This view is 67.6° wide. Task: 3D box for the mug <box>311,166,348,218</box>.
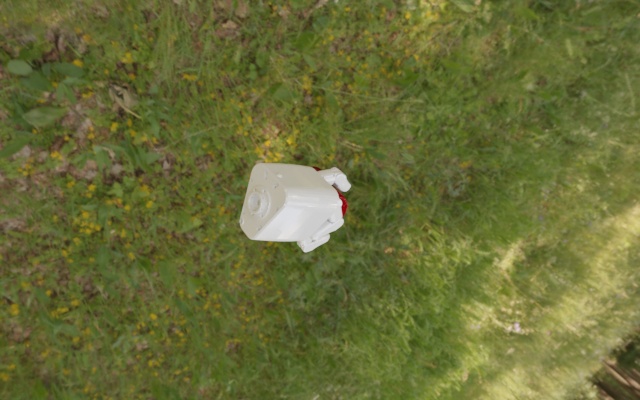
[{"bbox_3d":[0.001,0.003,0.825,0.117,0.093,0.081,3,34,-46],"label":"mug"}]
